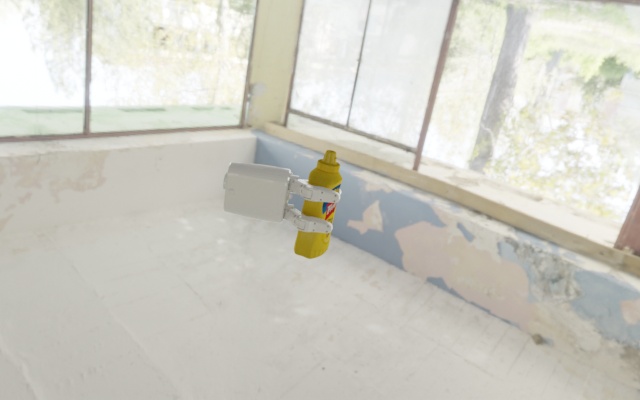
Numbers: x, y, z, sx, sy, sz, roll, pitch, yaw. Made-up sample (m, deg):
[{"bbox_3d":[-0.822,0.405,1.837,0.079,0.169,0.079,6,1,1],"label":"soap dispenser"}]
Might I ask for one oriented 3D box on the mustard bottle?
[{"bbox_3d":[0.000,0.003,0.860,0.058,0.192,0.096,18,21,18],"label":"mustard bottle"}]
